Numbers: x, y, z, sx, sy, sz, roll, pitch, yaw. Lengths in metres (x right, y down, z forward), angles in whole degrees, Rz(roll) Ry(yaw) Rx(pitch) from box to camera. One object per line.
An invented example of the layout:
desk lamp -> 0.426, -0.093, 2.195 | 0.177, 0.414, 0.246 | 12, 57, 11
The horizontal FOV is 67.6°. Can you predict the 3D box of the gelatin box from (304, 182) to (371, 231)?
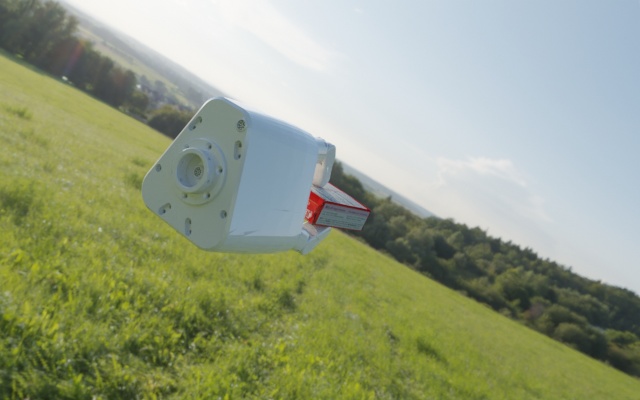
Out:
gelatin box -> 0.000, 0.001, 0.514 | 0.073, 0.030, 0.089 | 35, 15, 36
